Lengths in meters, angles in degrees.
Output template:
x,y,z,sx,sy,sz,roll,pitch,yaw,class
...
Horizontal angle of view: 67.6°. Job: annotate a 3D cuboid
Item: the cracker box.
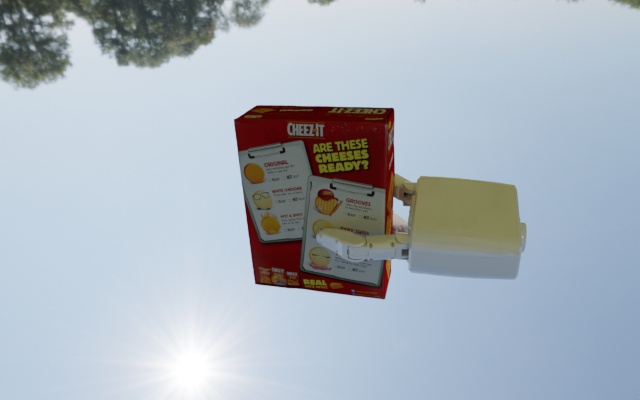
x,y,z,sx,sy,sz,roll,pitch,yaw,class
0.000,0.002,0.551,0.164,0.214,0.072,4,27,14,cracker box
